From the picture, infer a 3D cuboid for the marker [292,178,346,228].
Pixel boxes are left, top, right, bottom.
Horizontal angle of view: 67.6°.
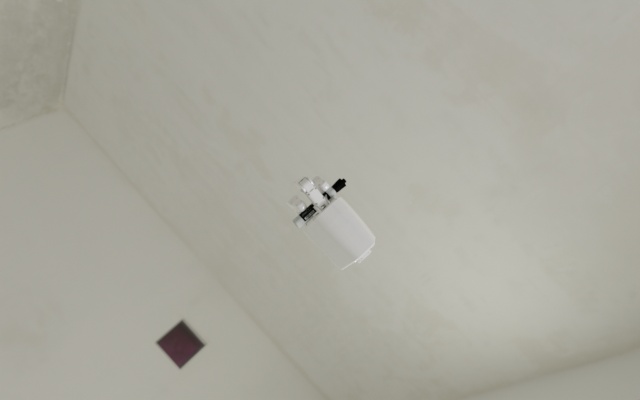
[{"bbox_3d":[0.000,0.003,0.857,0.121,0.020,0.020,-42,8,-9],"label":"marker"}]
